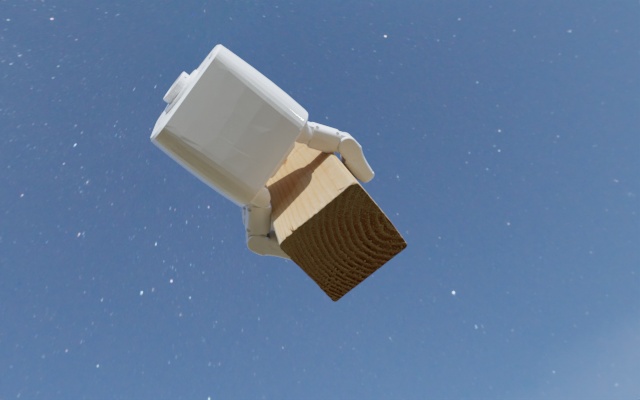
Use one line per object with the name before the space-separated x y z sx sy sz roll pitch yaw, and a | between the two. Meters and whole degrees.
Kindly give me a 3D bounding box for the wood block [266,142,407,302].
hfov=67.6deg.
wood block | 0.000 0.001 0.520 0.091 0.090 0.206 -39 26 5
